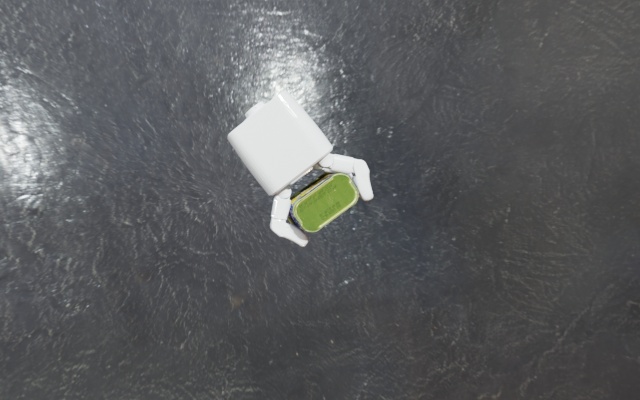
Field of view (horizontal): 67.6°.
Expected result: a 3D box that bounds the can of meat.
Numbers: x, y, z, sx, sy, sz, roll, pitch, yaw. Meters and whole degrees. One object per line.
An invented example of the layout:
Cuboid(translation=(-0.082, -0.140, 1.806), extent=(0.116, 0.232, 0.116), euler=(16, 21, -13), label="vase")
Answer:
Cuboid(translation=(0.000, 0.002, 0.703), extent=(0.102, 0.057, 0.084), euler=(-36, 7, -9), label="can of meat")
